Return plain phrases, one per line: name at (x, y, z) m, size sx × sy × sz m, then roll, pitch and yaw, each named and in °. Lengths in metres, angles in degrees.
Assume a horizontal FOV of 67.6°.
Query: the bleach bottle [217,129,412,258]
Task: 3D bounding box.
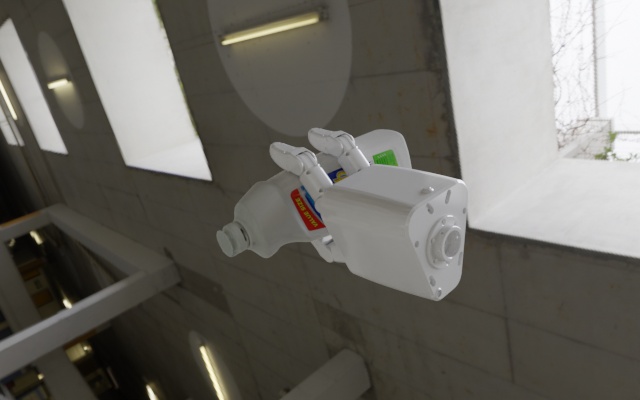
bleach bottle at (0.000, 0.002, 0.538) m, size 0.250 × 0.103 × 0.068 m, roll -28°, pitch 25°, yaw -34°
